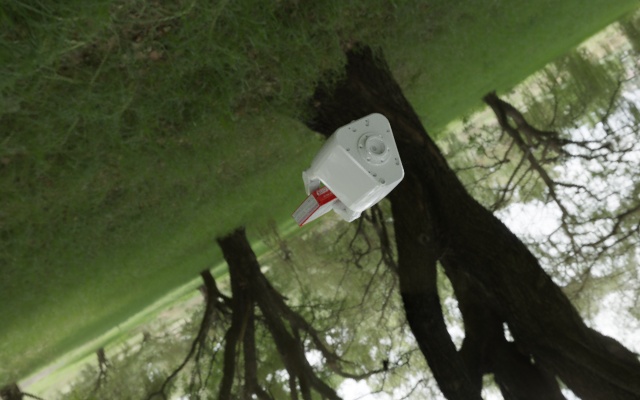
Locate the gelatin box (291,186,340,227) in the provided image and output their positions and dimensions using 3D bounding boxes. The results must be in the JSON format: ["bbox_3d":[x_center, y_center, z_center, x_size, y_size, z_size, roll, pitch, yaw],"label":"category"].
[{"bbox_3d":[0.000,0.003,0.815,0.073,0.030,0.089,-27,-12,-37],"label":"gelatin box"}]
